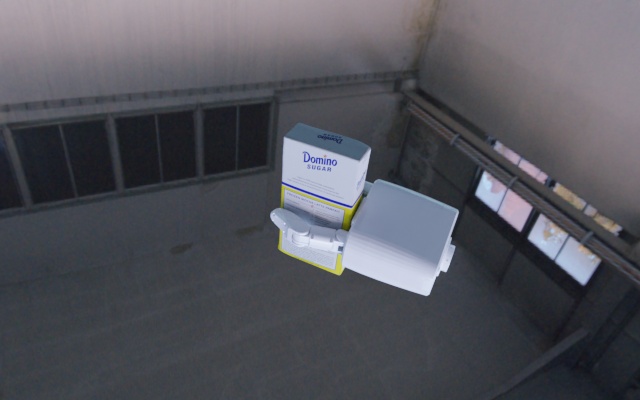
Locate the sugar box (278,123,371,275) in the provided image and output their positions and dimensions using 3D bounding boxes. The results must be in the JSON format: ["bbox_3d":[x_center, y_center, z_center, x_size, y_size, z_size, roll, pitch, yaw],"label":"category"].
[{"bbox_3d":[0.000,0.002,0.576,0.093,0.176,0.048,20,38,15],"label":"sugar box"}]
